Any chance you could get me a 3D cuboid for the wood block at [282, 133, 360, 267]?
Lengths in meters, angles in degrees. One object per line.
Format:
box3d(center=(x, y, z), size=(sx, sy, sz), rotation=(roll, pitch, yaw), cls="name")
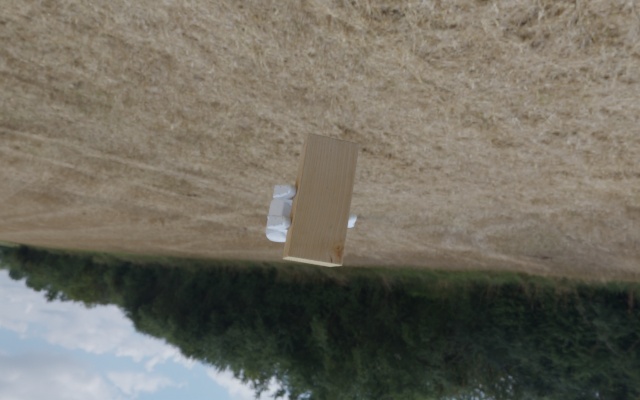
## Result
box3d(center=(0.000, 0.003, 0.815), size=(0.091, 0.206, 0.090), rotation=(11, -11, -9), cls="wood block")
